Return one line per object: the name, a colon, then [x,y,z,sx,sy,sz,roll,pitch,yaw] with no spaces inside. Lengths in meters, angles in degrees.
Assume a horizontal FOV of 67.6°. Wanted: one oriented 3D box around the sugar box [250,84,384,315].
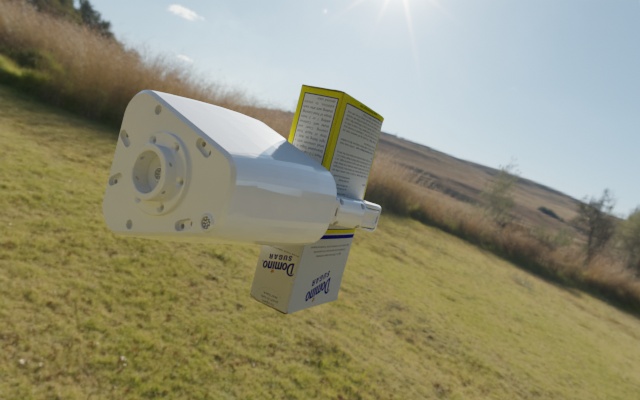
sugar box: [0.000,0.001,0.407,0.048,0.176,0.093,20,6,28]
